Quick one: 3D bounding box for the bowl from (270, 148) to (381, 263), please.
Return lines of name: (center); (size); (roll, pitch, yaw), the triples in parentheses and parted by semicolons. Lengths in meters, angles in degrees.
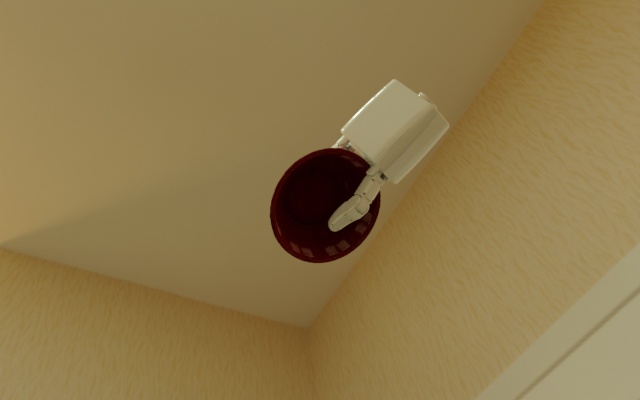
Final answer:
bowl: (-0.001, 0.003, 0.658); (0.162, 0.162, 0.055); (0, 17, -25)
